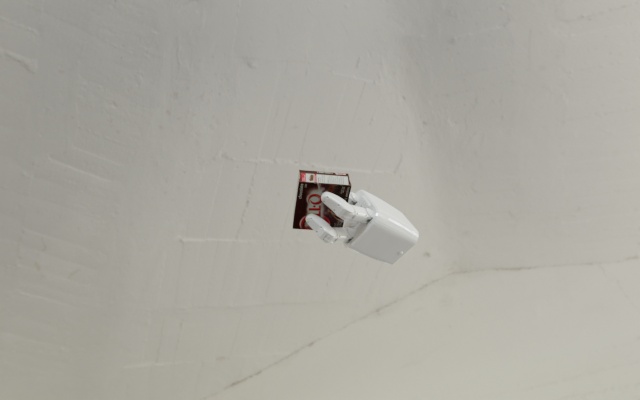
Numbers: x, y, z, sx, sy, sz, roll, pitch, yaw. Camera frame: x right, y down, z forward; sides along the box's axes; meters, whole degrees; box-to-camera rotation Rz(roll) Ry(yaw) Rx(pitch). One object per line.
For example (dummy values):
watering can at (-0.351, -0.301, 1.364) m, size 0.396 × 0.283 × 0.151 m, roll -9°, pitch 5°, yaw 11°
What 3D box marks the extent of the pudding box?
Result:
pudding box at (0.000, 0.003, 0.832) m, size 0.090 × 0.114 × 0.039 m, roll 3°, pitch 39°, yaw -7°
